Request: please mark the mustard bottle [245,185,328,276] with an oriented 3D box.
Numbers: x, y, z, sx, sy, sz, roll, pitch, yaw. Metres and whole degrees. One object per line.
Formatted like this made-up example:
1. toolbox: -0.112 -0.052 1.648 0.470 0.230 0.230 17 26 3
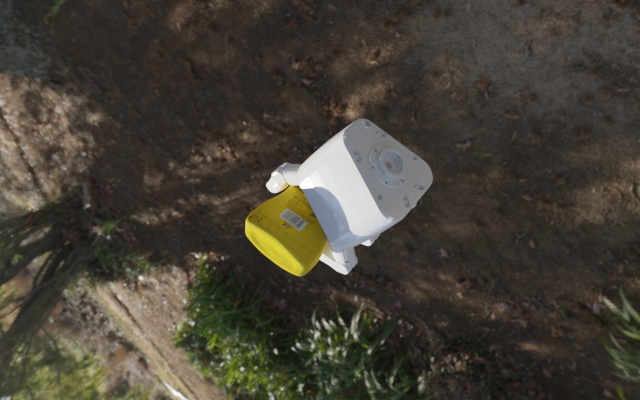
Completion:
1. mustard bottle: 0.000 0.002 0.611 0.096 0.058 0.191 34 55 16
